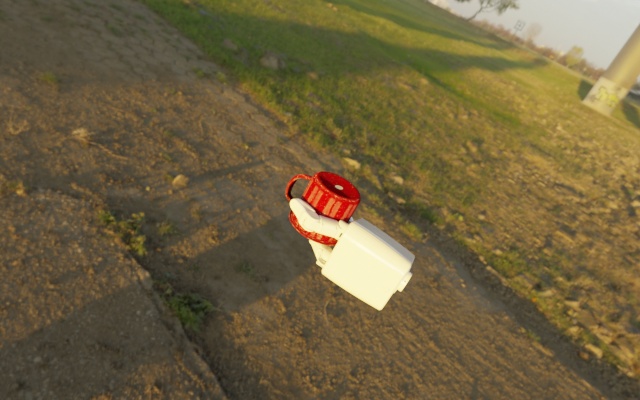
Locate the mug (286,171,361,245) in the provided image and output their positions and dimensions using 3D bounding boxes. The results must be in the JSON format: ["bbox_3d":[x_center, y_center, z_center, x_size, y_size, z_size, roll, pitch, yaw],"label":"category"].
[{"bbox_3d":[-0.001,0.001,0.741,0.117,0.081,0.093,34,26,10],"label":"mug"}]
